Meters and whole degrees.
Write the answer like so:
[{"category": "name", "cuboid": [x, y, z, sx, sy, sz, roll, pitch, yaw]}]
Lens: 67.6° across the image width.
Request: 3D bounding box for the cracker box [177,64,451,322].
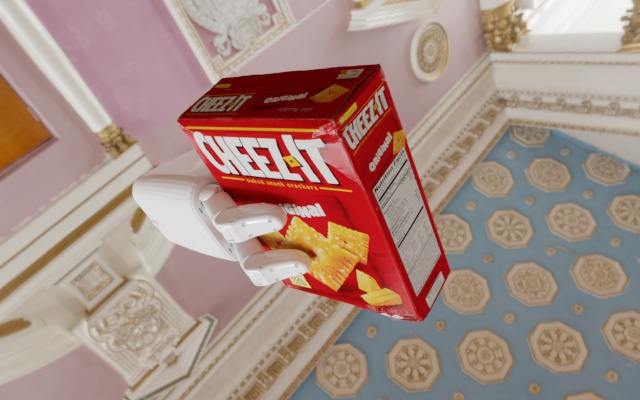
[{"category": "cracker box", "cuboid": [0.000, 0.001, 0.404, 0.164, 0.214, 0.072, 7, 48, 39]}]
